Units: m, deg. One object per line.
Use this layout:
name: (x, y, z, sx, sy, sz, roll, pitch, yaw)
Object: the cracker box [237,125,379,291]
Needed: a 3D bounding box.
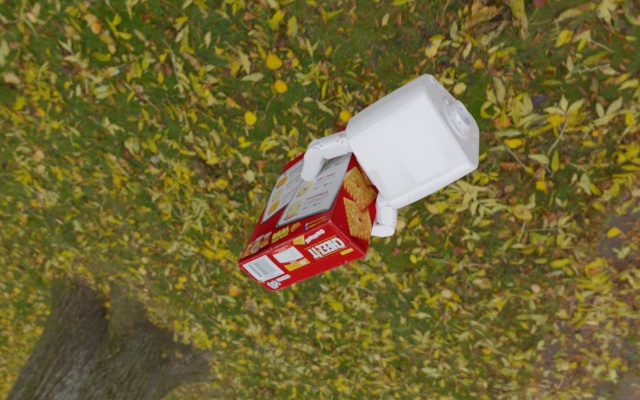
cracker box: (0.000, 0.002, 0.629, 0.164, 0.072, 0.213, -28, 28, 37)
